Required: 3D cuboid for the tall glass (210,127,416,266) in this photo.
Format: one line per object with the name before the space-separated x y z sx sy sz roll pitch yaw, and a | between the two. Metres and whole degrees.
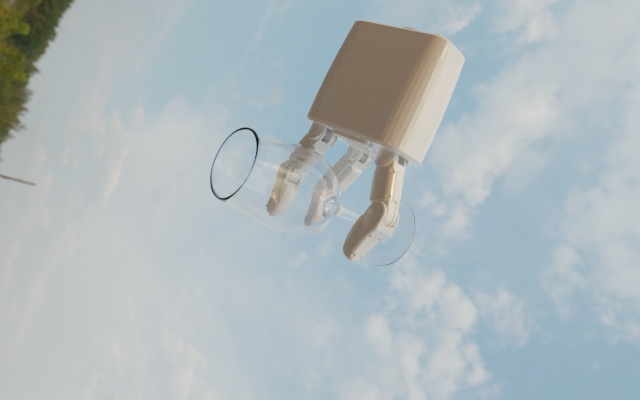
tall glass | 0.001 0.002 0.438 0.201 0.079 0.079 24 -16 -41
